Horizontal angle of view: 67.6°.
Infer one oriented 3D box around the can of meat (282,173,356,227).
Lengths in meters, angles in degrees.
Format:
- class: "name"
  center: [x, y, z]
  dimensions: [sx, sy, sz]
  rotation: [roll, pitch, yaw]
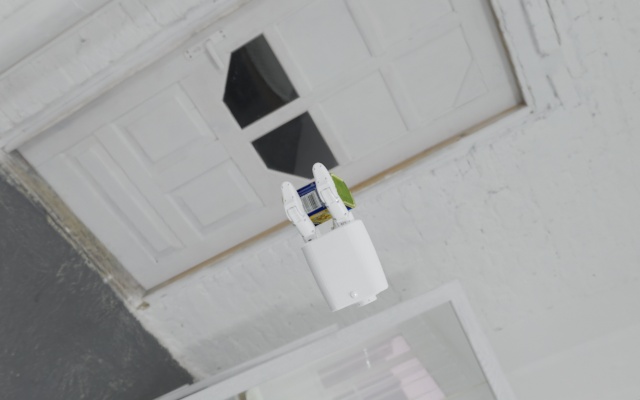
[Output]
- class: "can of meat"
  center: [0.000, 0.002, 0.745]
  dimensions: [0.084, 0.057, 0.102]
  rotation: [-26, -13, 14]
